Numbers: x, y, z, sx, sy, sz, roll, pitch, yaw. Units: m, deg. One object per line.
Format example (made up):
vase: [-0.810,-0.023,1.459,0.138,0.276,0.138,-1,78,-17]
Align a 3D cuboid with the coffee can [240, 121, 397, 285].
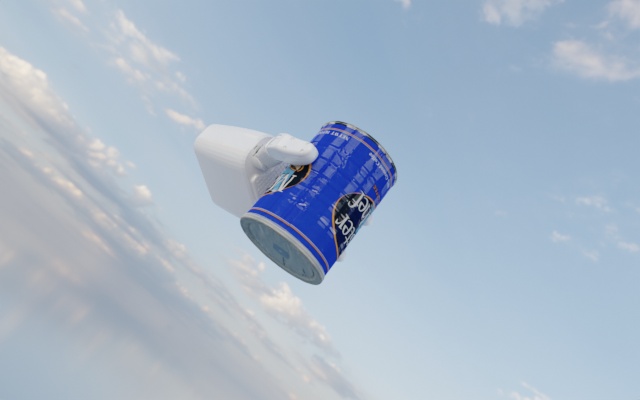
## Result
coffee can: [0.000,0.002,0.499,0.103,0.140,0.103,33,-23,16]
